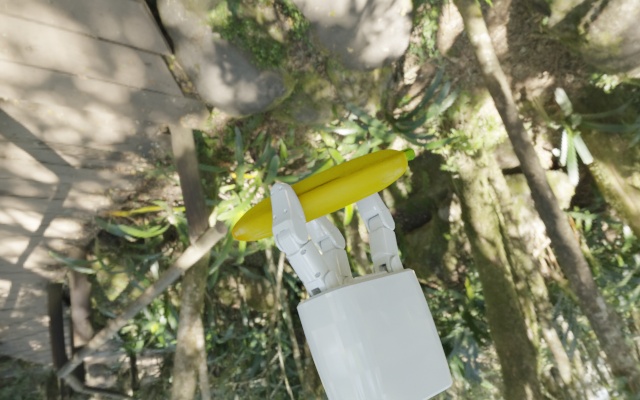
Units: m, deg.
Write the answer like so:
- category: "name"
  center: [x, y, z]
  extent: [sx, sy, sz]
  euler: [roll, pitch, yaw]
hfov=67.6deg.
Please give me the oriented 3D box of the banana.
- category: "banana"
  center: [0.000, -0.002, 0.443]
  extent: [0.198, 0.037, 0.069]
  euler: [-23, -11, 5]
